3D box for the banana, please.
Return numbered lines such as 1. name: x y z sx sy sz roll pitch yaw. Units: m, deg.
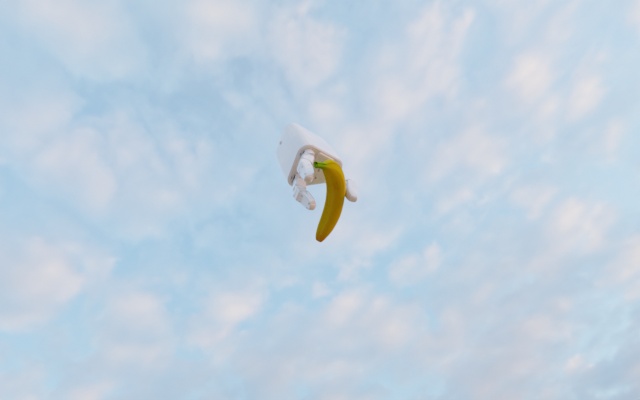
1. banana: 0.017 -0.006 0.904 0.069 0.198 0.037 -20 42 -20
